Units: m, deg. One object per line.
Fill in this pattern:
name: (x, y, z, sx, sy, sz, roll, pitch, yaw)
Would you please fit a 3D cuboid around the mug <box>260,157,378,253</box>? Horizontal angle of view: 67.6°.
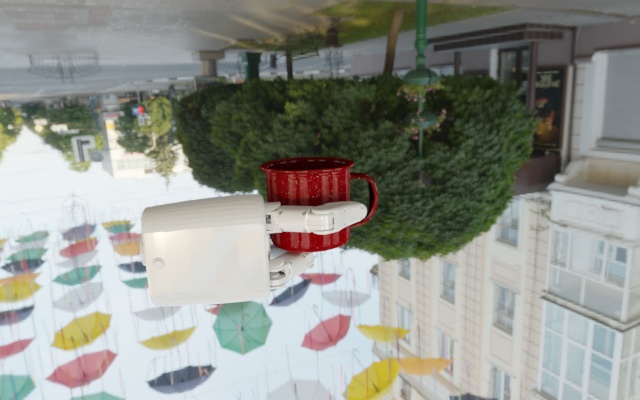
mug: (0.002, 0.002, 0.483, 0.117, 0.081, 0.093, -4, 13, -8)
